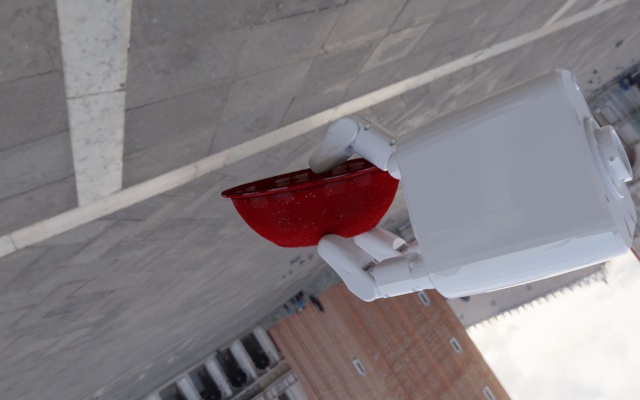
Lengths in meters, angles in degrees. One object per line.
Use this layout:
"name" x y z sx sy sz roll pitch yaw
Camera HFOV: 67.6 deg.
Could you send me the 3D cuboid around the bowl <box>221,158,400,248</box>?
"bowl" -0.001 0.002 0.412 0.162 0.055 0.162 -12 8 2
